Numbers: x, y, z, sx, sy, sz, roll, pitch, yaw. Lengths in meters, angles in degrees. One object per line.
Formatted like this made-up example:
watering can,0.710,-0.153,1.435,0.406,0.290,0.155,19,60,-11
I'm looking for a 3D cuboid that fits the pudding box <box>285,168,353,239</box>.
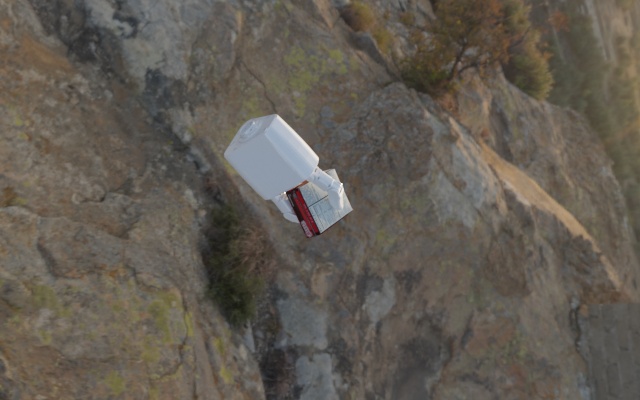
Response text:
pudding box,0.000,0.003,0.834,0.039,0.090,0.113,-17,10,42
